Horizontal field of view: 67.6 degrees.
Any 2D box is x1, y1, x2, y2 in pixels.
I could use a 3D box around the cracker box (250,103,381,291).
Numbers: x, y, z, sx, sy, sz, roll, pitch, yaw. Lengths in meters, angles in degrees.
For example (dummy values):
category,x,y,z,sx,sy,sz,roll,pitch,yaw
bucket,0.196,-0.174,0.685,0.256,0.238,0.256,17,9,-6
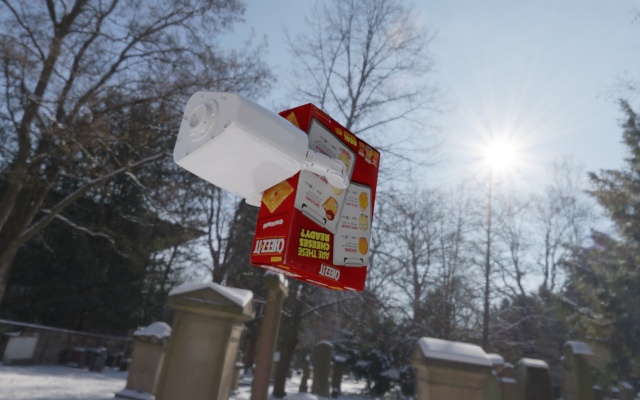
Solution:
category,x,y,z,sx,sy,sz,roll,pitch,yaw
cracker box,0.000,0.002,0.653,0.072,0.213,0.164,-7,-24,41
